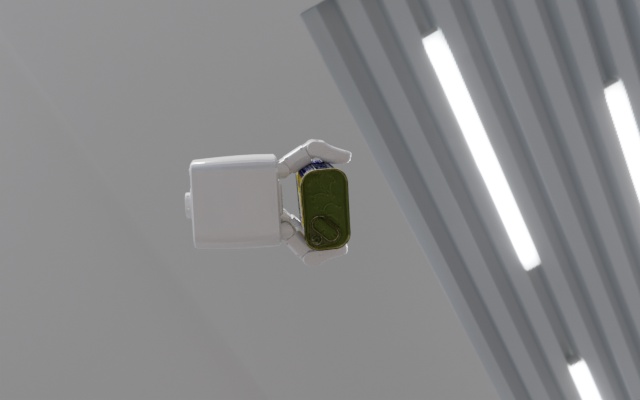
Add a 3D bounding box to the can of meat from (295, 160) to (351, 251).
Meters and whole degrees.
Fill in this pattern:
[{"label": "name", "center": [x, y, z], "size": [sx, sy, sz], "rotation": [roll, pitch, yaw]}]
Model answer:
[{"label": "can of meat", "center": [0.000, 0.002, 0.611], "size": [0.057, 0.102, 0.084], "rotation": [-6, 15, -8]}]
